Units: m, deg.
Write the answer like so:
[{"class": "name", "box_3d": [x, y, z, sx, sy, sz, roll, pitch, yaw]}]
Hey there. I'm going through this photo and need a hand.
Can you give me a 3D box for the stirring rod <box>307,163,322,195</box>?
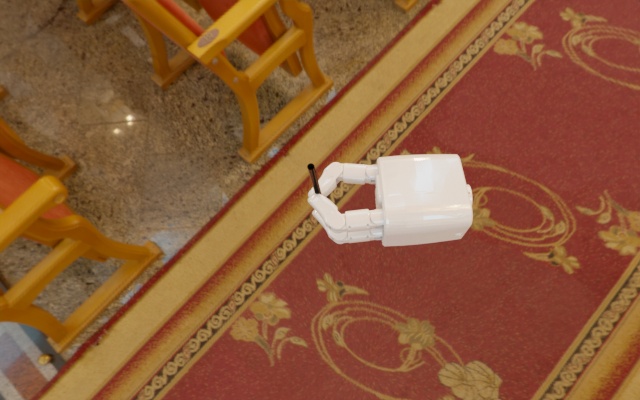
[{"class": "stirring rod", "box_3d": [0.000, 0.002, 0.636, 0.011, 0.011, 0.240, 0, -19, 5]}]
